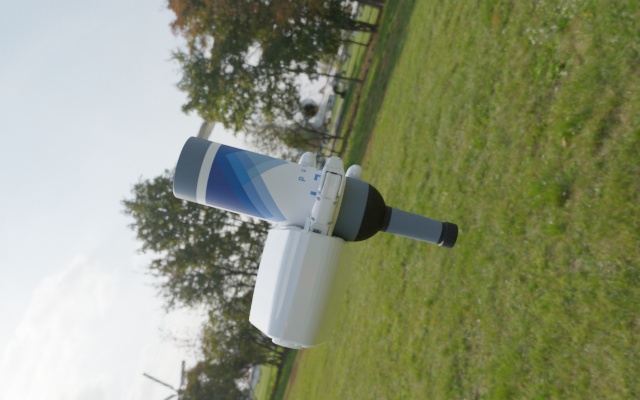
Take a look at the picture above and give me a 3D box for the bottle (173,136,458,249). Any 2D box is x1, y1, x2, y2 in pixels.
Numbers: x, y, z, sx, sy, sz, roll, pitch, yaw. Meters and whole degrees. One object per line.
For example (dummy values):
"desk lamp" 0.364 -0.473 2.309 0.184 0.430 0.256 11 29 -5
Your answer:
"bottle" 0.000 0.001 0.505 0.296 0.069 0.069 15 -1 -2
